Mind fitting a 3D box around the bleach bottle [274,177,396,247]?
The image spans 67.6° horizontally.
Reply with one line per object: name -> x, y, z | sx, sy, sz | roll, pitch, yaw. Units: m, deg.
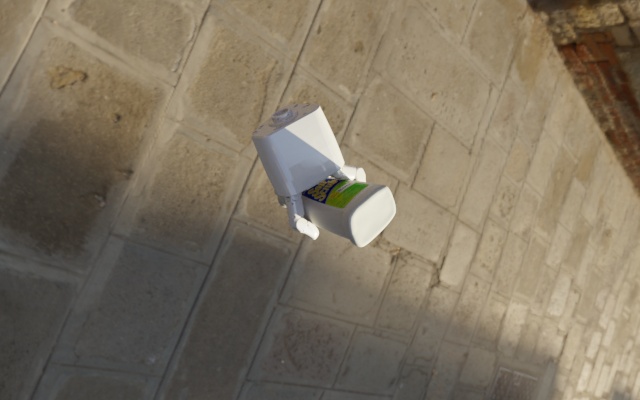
bleach bottle -> 0.000, 0.003, 0.798 | 0.102, 0.068, 0.251 | -40, 32, -28
